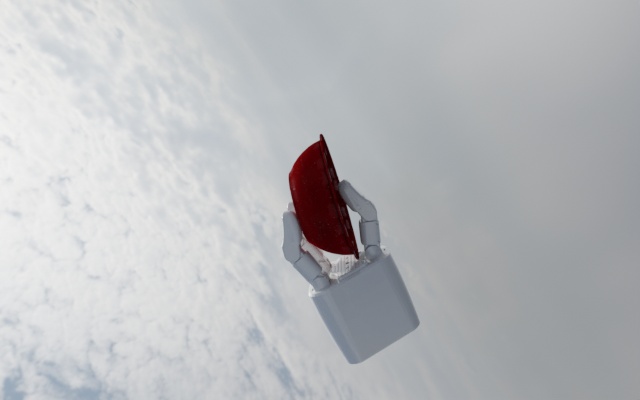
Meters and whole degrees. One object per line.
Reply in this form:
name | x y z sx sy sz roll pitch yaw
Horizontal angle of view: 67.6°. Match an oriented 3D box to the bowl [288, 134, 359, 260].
bowl | -0.001 0.001 0.592 0.055 0.162 0.162 -16 -2 5
